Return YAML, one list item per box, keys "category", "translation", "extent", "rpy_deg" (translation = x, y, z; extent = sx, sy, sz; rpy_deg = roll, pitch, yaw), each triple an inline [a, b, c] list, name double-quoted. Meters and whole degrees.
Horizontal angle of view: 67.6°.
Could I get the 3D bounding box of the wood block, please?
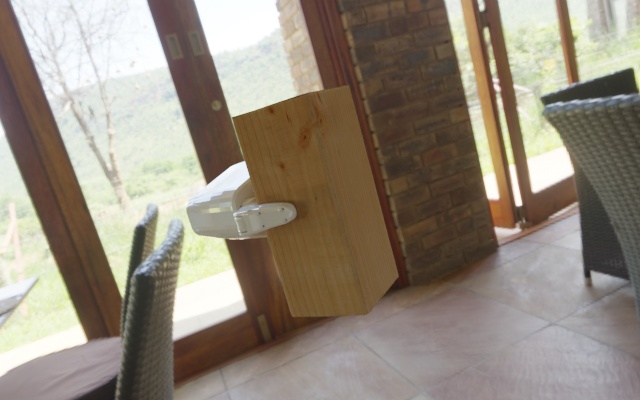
- category: "wood block"
  translation: [0.000, 0.002, 0.476]
  extent: [0.090, 0.206, 0.091]
  rpy_deg: [-10, 11, 32]
